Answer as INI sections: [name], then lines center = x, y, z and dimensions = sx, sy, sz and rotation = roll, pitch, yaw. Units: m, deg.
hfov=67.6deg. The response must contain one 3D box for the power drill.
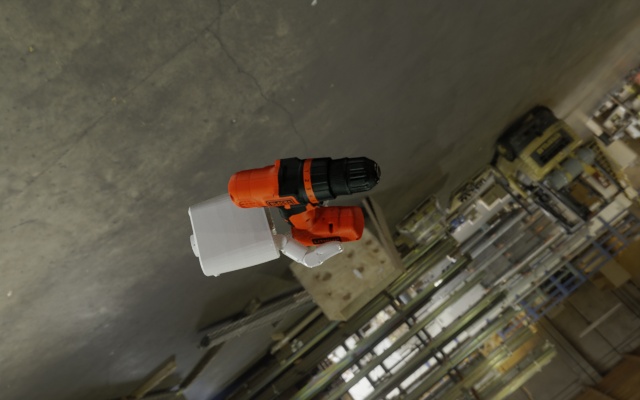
[power drill]
center = 0.000, 0.002, 0.620
dimensions = 0.184, 0.057, 0.188
rotation = -5, -25, 17
